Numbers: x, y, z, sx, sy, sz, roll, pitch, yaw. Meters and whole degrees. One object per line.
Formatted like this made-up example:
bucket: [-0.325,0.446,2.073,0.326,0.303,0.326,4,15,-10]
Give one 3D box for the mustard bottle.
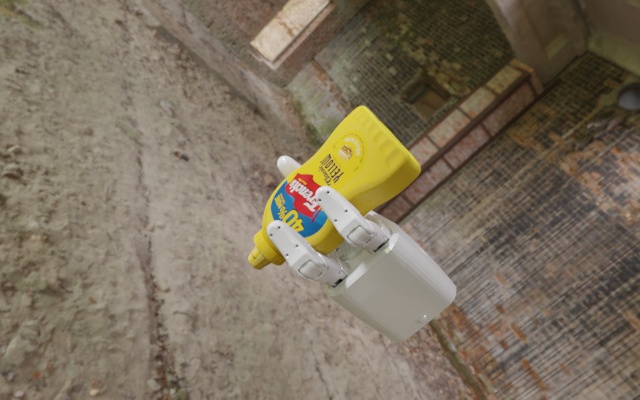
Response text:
mustard bottle: [0.000,0.001,0.472,0.058,0.191,0.096,33,19,-48]
